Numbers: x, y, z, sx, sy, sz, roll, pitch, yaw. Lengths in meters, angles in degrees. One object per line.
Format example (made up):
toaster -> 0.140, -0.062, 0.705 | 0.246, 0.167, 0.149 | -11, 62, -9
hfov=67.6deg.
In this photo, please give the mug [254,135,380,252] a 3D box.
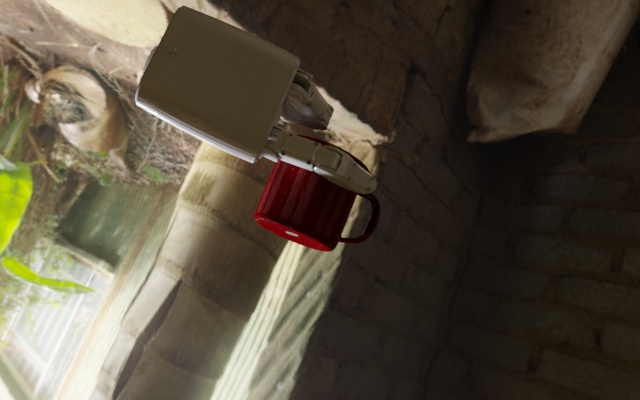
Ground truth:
mug -> 0.001, 0.002, 0.449 | 0.117, 0.081, 0.093 | 24, -13, -11
